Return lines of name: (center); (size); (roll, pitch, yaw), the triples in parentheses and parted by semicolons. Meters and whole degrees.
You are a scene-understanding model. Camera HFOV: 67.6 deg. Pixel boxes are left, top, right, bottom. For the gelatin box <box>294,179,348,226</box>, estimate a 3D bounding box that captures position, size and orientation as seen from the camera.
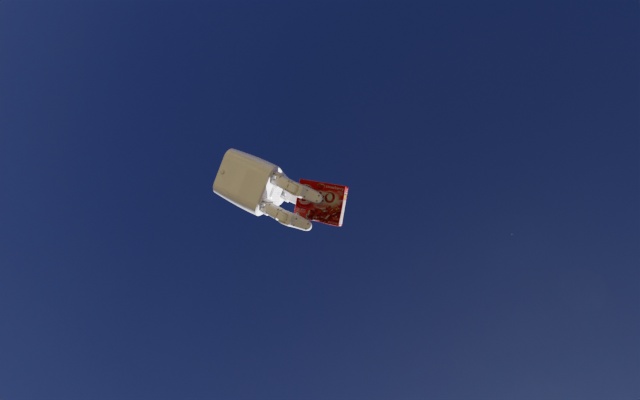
gelatin box: (0.001, 0.003, 0.867); (0.089, 0.073, 0.030); (11, 2, 15)
